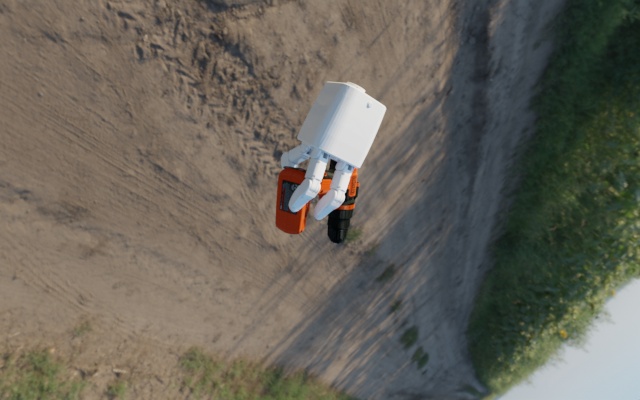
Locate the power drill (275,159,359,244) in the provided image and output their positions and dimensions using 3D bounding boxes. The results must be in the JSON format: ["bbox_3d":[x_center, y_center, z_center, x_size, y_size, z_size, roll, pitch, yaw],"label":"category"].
[{"bbox_3d":[0.000,0.003,0.830,0.057,0.184,0.187,12,16,31],"label":"power drill"}]
